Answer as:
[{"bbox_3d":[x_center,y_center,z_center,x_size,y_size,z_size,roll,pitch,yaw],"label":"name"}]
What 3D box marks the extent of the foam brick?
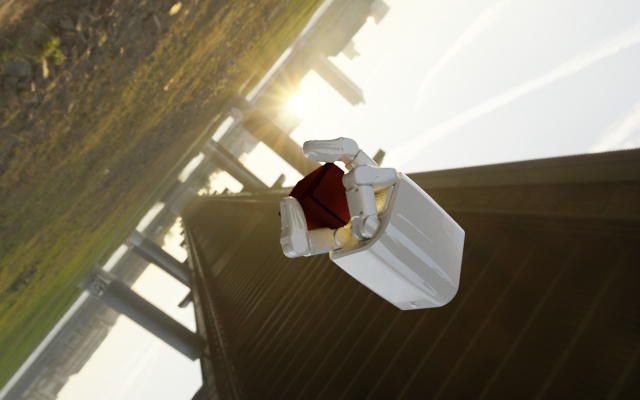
[{"bbox_3d":[0.000,0.002,0.517,0.051,0.053,0.078,38,-29,-15],"label":"foam brick"}]
